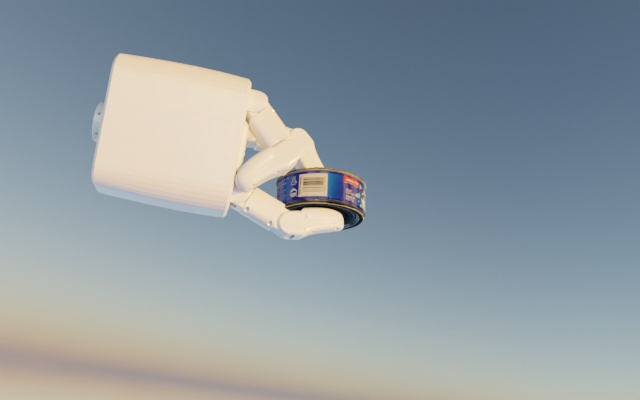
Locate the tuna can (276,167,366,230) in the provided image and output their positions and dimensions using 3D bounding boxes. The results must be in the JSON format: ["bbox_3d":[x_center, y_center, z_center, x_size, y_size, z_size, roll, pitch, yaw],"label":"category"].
[{"bbox_3d":[0.000,0.002,0.450,0.086,0.033,0.086,2,-21,1],"label":"tuna can"}]
